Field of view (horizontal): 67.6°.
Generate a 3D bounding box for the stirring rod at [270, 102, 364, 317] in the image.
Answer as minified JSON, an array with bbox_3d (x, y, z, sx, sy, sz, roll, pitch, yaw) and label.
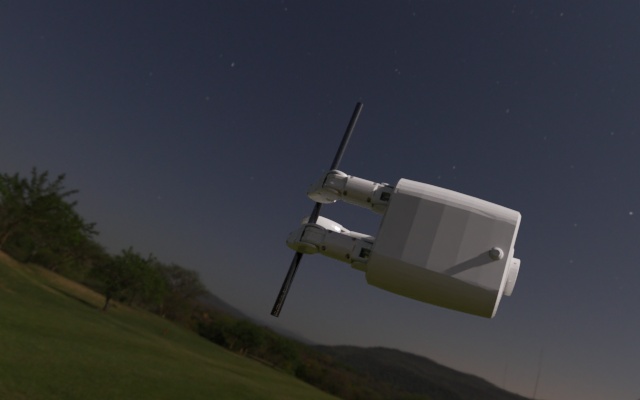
[{"bbox_3d":[0.000,0.002,0.481,0.011,0.239,0.011,20,-18,7],"label":"stirring rod"}]
